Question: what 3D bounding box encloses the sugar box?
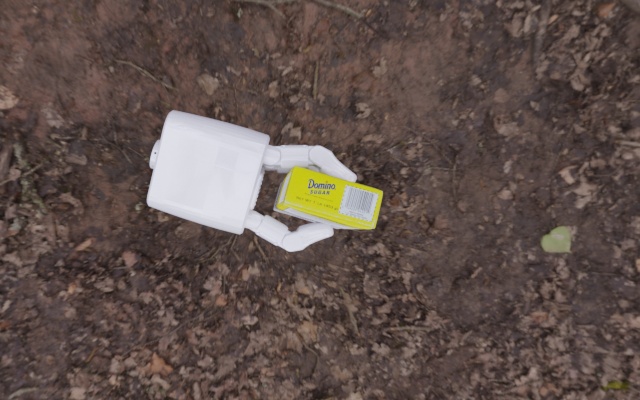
[{"bbox_3d":[0.000,0.001,0.536,0.093,0.048,0.176,17,-3,-8],"label":"sugar box"}]
